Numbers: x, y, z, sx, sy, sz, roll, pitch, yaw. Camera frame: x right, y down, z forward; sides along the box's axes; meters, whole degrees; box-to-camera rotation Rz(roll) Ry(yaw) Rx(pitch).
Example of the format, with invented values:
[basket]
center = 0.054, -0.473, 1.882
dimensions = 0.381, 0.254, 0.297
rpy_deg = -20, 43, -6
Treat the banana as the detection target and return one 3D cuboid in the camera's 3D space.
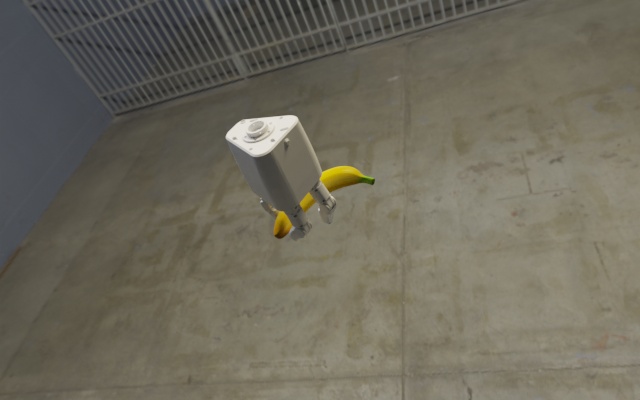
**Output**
[banana]
center = -0.006, -0.008, 0.809
dimensions = 0.198, 0.037, 0.069
rpy_deg = -32, 42, -13
